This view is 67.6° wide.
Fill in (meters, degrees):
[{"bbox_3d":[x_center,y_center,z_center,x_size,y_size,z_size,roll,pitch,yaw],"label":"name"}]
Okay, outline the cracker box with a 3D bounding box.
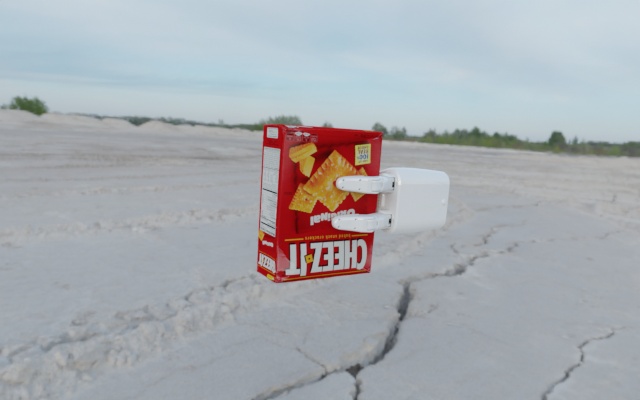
[{"bbox_3d":[0.000,0.002,0.687,0.164,0.214,0.072,-1,9,-30],"label":"cracker box"}]
